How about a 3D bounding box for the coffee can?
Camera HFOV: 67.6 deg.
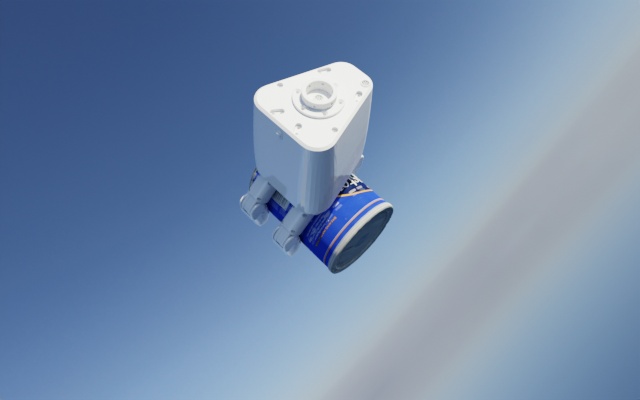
[{"bbox_3d":[0.000,0.002,0.566,0.140,0.103,0.103,42,17,20],"label":"coffee can"}]
